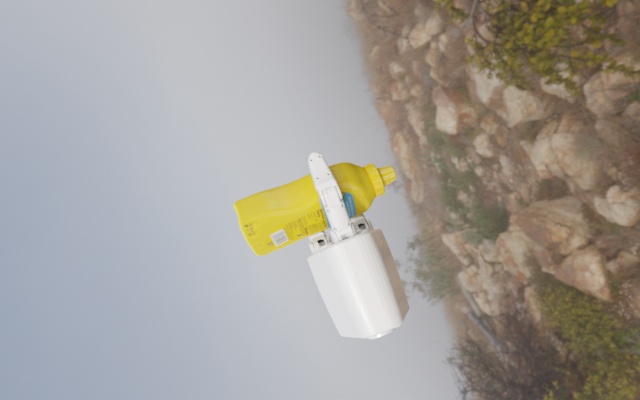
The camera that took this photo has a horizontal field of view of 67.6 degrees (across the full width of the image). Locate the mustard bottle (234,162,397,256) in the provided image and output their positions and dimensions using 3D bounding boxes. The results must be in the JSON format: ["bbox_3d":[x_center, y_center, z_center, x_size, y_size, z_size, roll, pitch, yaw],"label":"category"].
[{"bbox_3d":[0.000,0.002,0.570,0.191,0.058,0.096,-21,-31,-3],"label":"mustard bottle"}]
